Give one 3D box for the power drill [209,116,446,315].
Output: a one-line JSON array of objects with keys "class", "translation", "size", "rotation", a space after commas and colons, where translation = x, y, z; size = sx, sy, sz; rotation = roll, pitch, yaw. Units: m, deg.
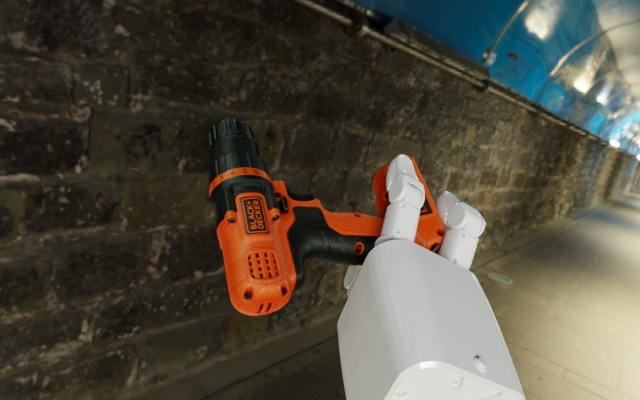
[{"class": "power drill", "translation": [0.001, 0.002, 0.414], "size": [0.187, 0.184, 0.057], "rotation": [-3, -33, -20]}]
